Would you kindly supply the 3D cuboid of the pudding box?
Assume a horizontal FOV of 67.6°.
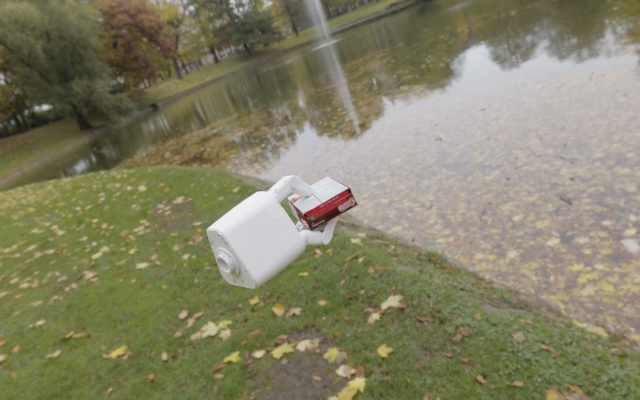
[{"bbox_3d":[0.000,0.003,0.807,0.090,0.039,0.113,-28,21,-10],"label":"pudding box"}]
